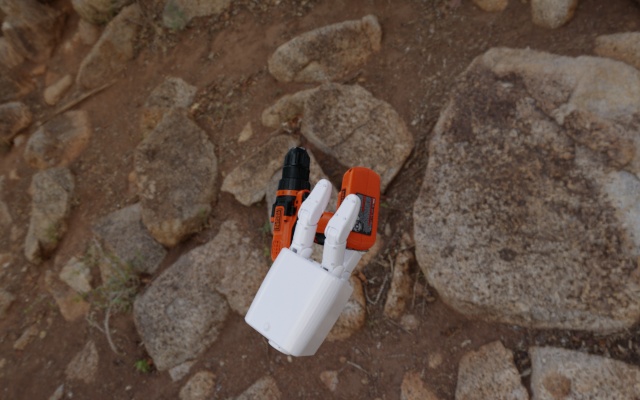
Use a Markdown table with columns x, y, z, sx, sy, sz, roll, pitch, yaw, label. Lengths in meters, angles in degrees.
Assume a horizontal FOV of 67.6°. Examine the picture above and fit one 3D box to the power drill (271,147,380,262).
| x | y | z | sx | sy | sz | roll | pitch | yaw | label |
| --- | --- | --- | --- | --- | --- | --- | --- | --- | --- |
| 0.000 | 0.002 | 0.673 | 0.057 | 0.184 | 0.187 | 12 | -12 | -36 | power drill |
